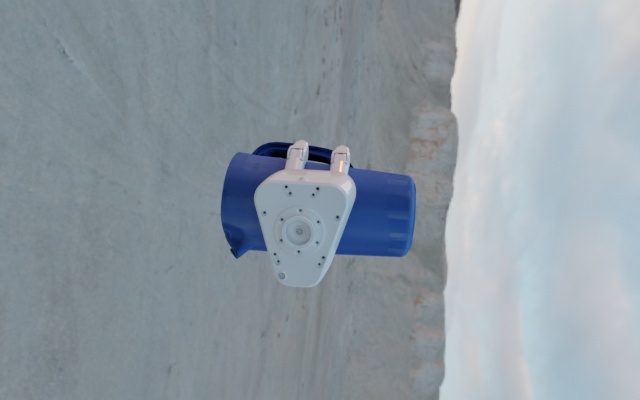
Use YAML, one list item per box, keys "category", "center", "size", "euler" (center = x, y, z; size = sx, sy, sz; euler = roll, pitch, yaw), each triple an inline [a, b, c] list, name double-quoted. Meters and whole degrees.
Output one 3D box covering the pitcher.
- category: "pitcher"
  center: [0.000, 0.002, 0.641]
  size: [0.243, 0.149, 0.145]
  euler: [5, 8, 5]
